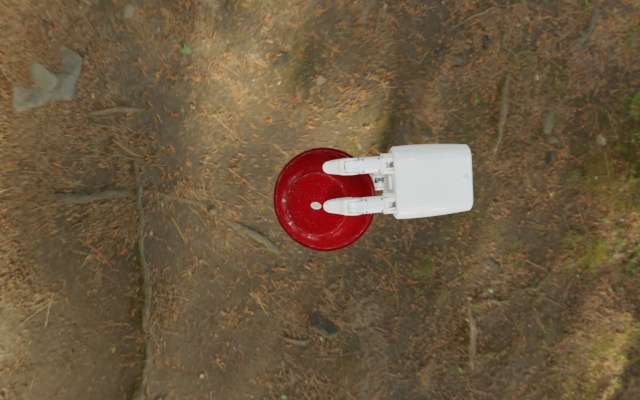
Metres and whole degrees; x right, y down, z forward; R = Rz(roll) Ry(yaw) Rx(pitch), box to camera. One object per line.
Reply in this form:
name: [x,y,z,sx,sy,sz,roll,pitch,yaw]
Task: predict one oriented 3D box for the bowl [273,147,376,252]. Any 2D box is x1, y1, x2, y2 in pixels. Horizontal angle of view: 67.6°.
bowl: [-0.001,0.003,0.710,0.162,0.162,0.055,0,7,11]
